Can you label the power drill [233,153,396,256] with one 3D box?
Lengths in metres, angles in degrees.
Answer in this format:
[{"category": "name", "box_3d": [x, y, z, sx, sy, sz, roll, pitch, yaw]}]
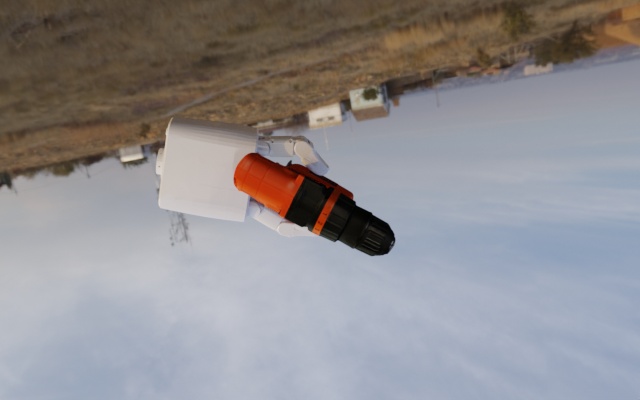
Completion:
[{"category": "power drill", "box_3d": [0.000, 0.002, 0.572, 0.184, 0.057, 0.187, 29, 3, 3]}]
